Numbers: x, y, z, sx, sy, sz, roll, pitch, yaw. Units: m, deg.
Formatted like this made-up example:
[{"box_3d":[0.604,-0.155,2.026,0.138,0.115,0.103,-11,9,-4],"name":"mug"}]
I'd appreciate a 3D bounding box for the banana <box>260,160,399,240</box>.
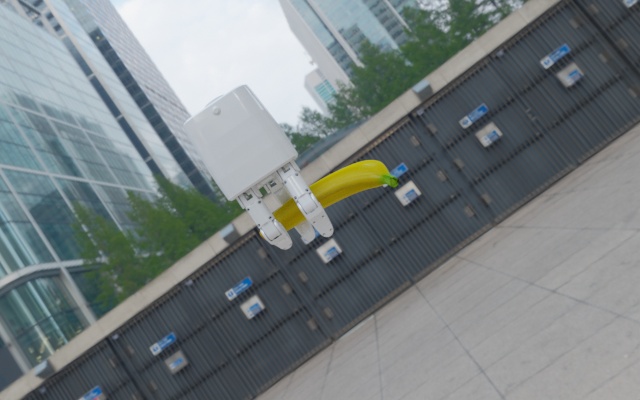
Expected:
[{"box_3d":[0.008,-0.007,0.605,0.198,0.037,0.069,-25,14,25],"name":"banana"}]
